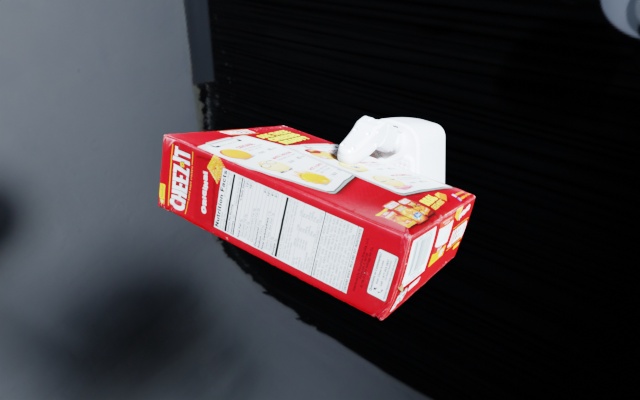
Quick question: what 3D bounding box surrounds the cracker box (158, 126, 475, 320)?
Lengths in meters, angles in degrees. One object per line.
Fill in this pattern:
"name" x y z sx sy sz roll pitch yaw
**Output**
"cracker box" 0.000 0.001 0.402 0.213 0.072 0.164 22 20 26
